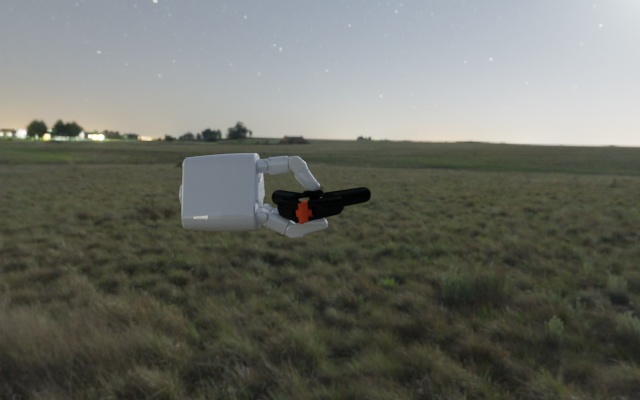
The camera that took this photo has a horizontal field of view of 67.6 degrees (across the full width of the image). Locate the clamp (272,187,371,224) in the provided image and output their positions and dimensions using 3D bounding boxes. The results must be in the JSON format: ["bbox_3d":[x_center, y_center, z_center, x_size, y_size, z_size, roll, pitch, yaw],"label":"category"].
[{"bbox_3d":[0.000,0.002,0.709,0.164,0.036,0.210,-4,7,1],"label":"clamp"}]
